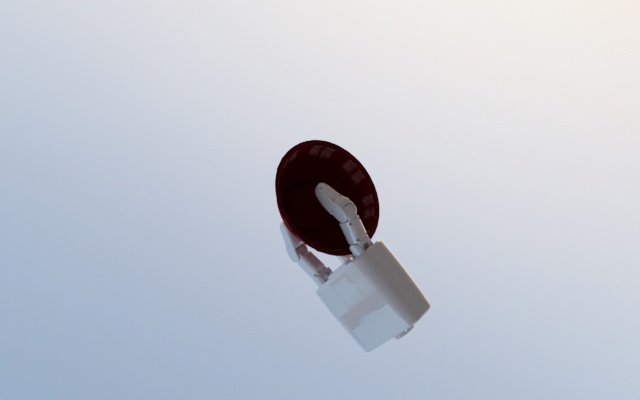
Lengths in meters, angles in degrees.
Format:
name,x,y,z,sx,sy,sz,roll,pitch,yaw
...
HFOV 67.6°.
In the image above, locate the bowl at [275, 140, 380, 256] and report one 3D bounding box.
name,x,y,z,sx,sy,sz,roll,pitch,yaw
bowl,-0.001,0.001,0.644,0.162,0.162,0.055,0,-19,-34
